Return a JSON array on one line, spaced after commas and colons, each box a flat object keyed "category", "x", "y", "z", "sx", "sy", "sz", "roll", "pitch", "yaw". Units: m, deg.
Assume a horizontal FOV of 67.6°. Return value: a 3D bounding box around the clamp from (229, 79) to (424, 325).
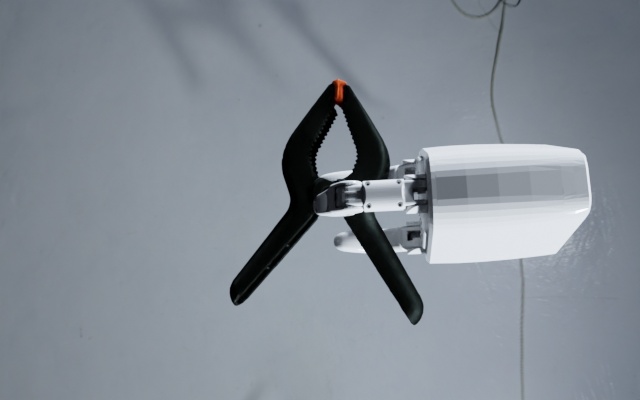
[{"category": "clamp", "x": 0.000, "y": 0.001, "z": 0.414, "sx": 0.164, "sy": 0.210, "sz": 0.036, "roll": -3, "pitch": -8, "yaw": 9}]
